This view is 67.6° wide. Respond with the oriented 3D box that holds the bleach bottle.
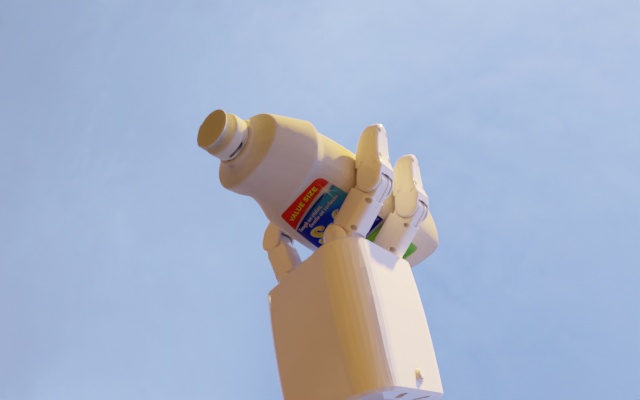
[{"bbox_3d":[0.000,0.001,0.401,0.102,0.068,0.251,-32,-39,26],"label":"bleach bottle"}]
